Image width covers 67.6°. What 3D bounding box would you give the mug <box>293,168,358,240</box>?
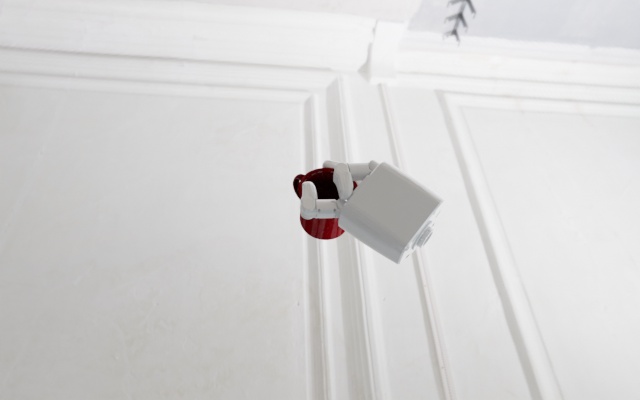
[{"bbox_3d":[-0.001,0.002,0.761,0.117,0.082,0.093,34,54,21],"label":"mug"}]
